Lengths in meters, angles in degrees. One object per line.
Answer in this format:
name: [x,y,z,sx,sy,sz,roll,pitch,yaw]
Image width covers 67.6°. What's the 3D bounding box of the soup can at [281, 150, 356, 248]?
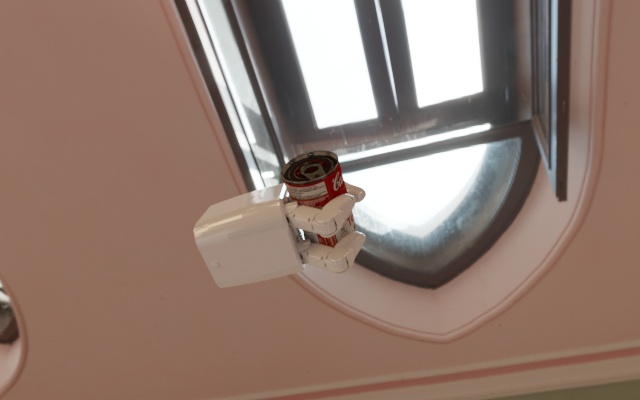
soup can: [0.001,0.002,0.564,0.068,0.102,0.068,-12,32,8]
